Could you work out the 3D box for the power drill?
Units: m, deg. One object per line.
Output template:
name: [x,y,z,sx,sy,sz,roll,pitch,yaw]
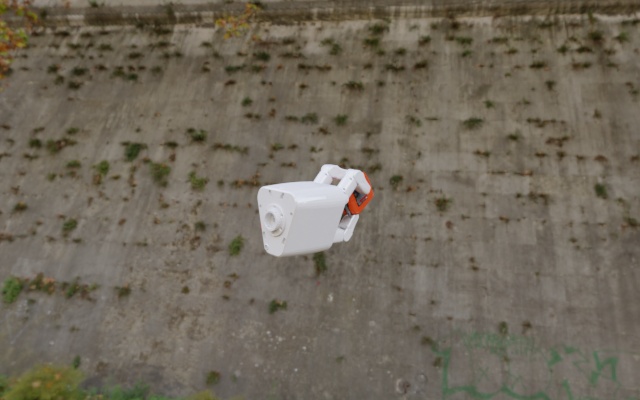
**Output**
power drill: [0.000,0.003,0.895,0.188,0.057,0.184,-17,14,28]
